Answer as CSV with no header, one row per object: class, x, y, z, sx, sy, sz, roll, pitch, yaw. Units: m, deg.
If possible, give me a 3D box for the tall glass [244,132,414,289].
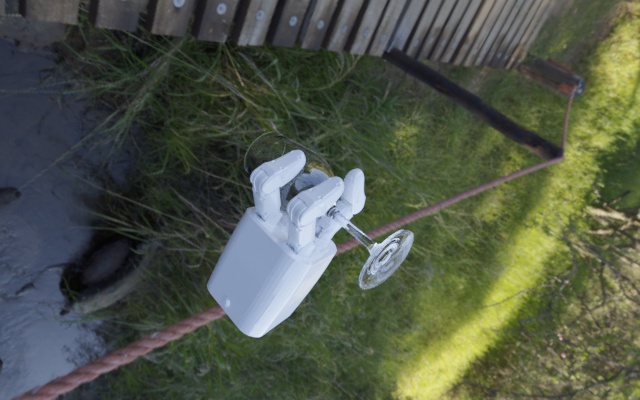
tall glass,0.001,0.002,0.511,0.201,0.079,0.079,41,24,30
